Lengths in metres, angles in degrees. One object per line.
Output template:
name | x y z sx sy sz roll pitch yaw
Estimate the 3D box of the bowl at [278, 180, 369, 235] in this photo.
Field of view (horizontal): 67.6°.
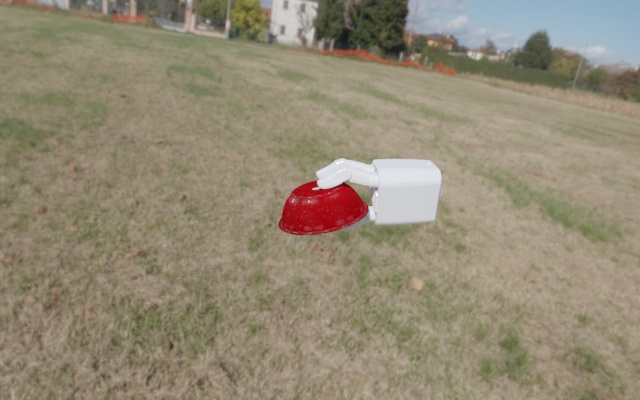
bowl | -0.001 0.003 0.829 0.162 0.055 0.162 -11 19 4
